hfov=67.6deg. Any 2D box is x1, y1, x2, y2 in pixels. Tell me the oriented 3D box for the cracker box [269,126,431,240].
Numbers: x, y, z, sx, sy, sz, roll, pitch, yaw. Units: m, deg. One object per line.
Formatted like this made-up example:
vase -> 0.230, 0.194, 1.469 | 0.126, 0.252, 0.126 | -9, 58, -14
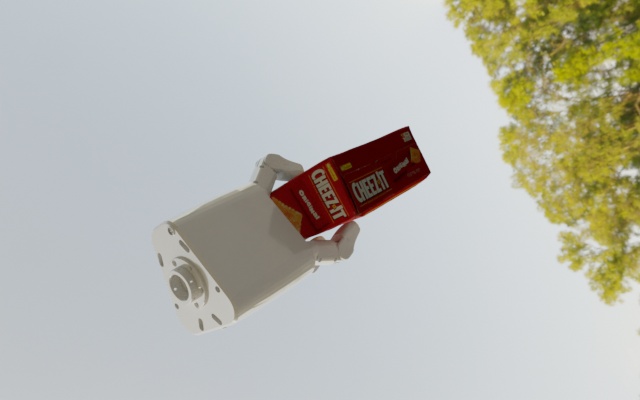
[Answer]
cracker box -> 0.000, 0.002, 0.565 | 0.214, 0.072, 0.164 | -27, 0, 42
